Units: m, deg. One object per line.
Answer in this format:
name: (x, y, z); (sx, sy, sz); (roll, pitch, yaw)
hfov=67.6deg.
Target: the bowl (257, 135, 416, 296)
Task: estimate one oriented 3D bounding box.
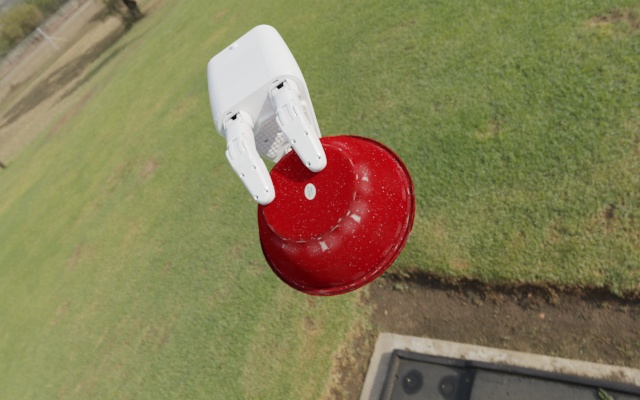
bowl: (0.001, 0.002, 0.430); (0.162, 0.162, 0.055); (0, -21, 27)
